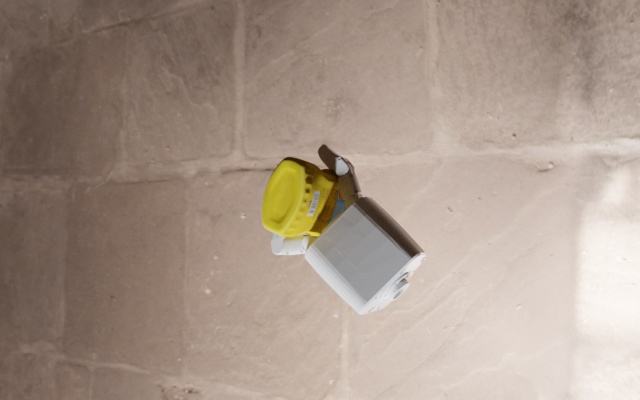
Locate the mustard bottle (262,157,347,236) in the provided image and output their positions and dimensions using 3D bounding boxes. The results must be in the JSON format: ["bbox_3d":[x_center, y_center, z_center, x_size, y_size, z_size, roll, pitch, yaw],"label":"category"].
[{"bbox_3d":[0.000,0.002,0.655,0.058,0.096,0.191,18,4,29],"label":"mustard bottle"}]
